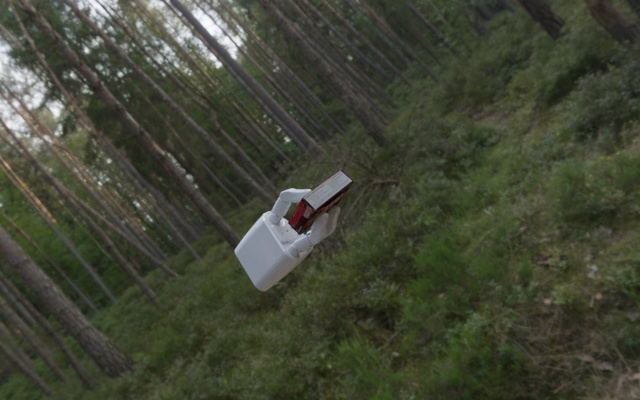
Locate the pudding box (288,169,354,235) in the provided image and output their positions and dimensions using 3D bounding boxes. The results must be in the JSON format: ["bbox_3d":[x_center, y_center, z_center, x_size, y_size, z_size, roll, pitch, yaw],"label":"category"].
[{"bbox_3d":[0.000,0.003,0.863,0.113,0.039,0.090,-40,-9,-37],"label":"pudding box"}]
